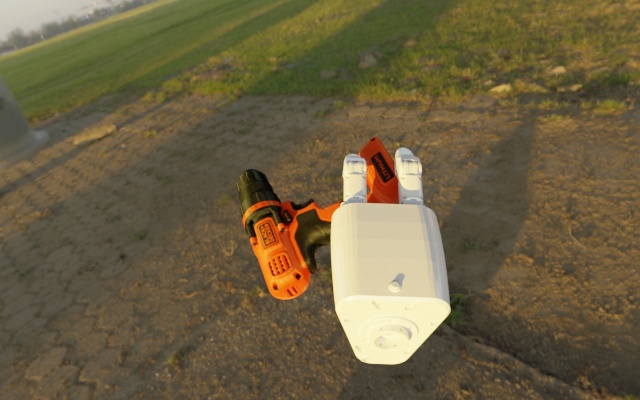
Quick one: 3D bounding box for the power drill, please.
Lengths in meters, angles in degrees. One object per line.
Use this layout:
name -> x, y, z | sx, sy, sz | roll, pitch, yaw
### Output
power drill -> 0.001, 0.002, 0.553 | 0.187, 0.184, 0.057 | -27, -37, 2
